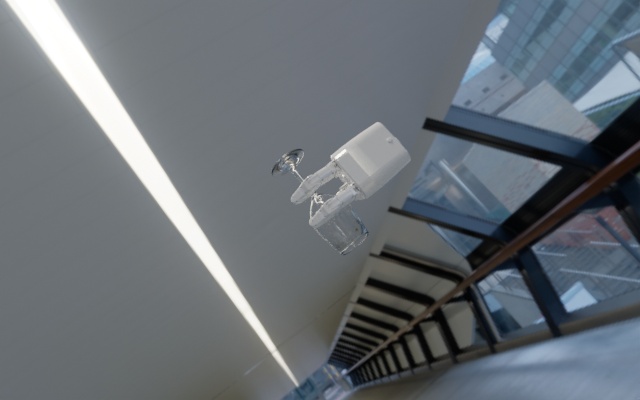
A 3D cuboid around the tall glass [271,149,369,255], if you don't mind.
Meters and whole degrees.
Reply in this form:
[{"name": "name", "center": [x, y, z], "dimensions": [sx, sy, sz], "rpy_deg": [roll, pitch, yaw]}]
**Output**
[{"name": "tall glass", "center": [0.000, 0.002, 0.861], "dimensions": [0.079, 0.201, 0.079], "rpy_deg": [-36, -17, -12]}]
